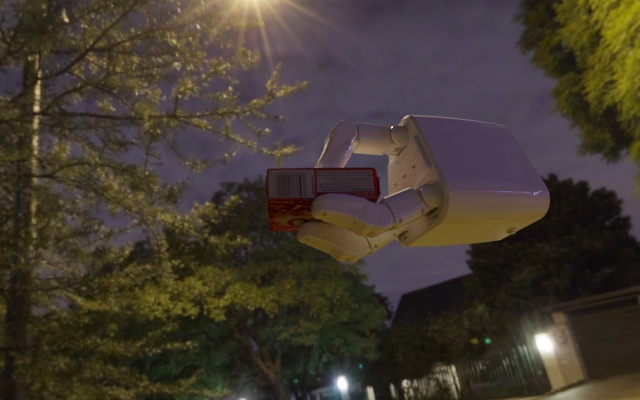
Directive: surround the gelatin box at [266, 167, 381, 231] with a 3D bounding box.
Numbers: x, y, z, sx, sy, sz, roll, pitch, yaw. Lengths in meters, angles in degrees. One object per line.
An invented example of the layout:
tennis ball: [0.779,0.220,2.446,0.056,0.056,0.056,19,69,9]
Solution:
gelatin box: [0.000,0.001,0.401,0.089,0.030,0.073,-1,-23,-4]
